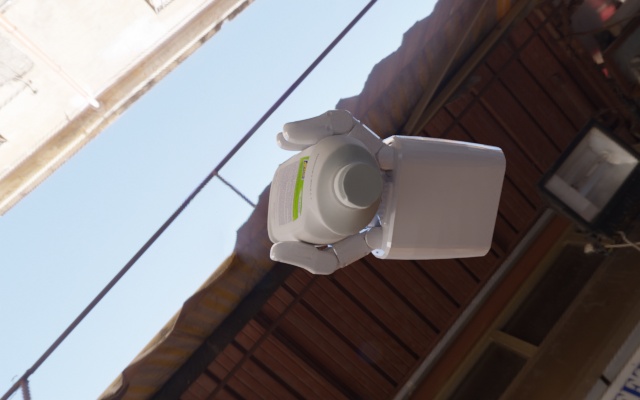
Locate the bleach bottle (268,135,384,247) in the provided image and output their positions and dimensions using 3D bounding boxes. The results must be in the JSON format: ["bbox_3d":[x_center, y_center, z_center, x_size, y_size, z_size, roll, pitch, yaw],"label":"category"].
[{"bbox_3d":[0.000,0.001,0.433,0.068,0.102,0.251,4,-2,-13],"label":"bleach bottle"}]
